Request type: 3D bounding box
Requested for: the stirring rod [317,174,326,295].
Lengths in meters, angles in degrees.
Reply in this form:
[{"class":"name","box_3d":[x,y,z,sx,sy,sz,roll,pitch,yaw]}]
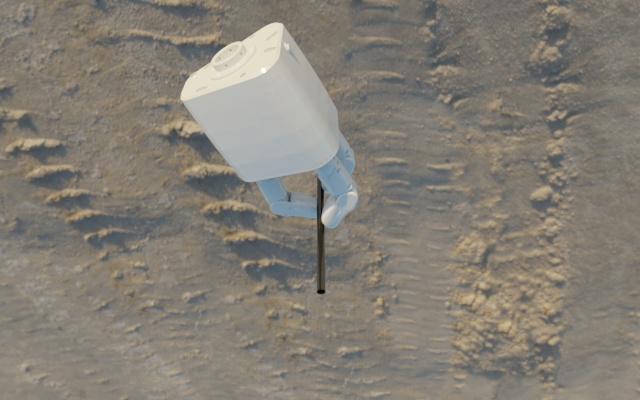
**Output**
[{"class":"stirring rod","box_3d":[0.000,0.002,0.524,0.011,0.011,0.239,0,43,0]}]
